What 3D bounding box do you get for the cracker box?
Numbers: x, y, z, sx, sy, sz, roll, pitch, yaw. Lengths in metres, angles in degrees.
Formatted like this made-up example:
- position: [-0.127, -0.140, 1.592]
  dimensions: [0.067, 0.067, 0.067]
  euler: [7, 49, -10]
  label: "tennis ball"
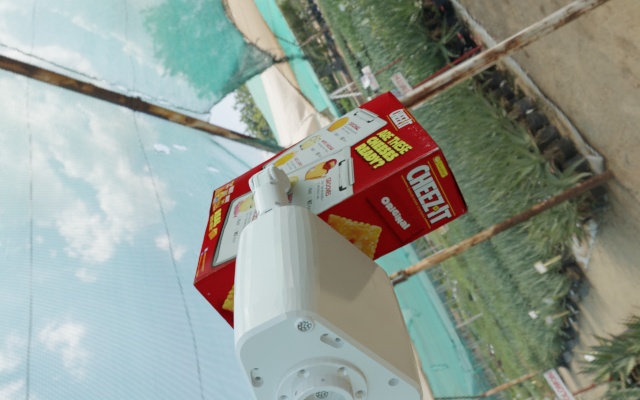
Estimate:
- position: [0.000, 0.001, 0.434]
  dimensions: [0.214, 0.072, 0.164]
  euler: [-28, 27, 9]
  label: "cracker box"
